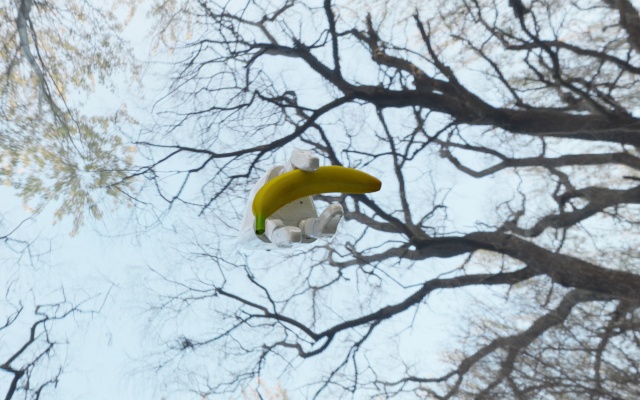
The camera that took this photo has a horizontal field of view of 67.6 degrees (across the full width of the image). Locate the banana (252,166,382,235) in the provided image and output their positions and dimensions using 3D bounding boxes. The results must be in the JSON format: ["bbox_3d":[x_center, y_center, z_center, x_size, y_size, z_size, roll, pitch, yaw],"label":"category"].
[{"bbox_3d":[-0.012,-0.012,0.609,0.198,0.069,0.037,-21,-19,-30],"label":"banana"}]
